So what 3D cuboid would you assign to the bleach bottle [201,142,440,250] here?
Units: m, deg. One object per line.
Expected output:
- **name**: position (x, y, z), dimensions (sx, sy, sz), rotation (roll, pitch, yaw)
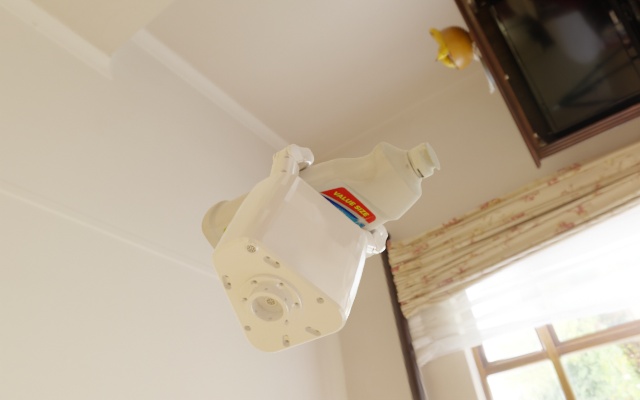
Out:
- **bleach bottle**: position (0.000, 0.002, 0.501), dimensions (0.251, 0.102, 0.068), rotation (-26, 20, 25)
